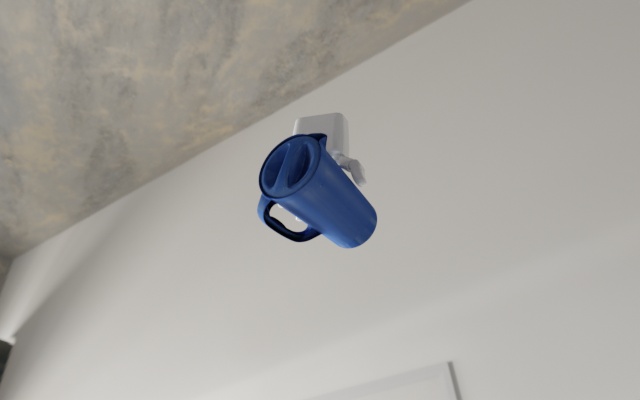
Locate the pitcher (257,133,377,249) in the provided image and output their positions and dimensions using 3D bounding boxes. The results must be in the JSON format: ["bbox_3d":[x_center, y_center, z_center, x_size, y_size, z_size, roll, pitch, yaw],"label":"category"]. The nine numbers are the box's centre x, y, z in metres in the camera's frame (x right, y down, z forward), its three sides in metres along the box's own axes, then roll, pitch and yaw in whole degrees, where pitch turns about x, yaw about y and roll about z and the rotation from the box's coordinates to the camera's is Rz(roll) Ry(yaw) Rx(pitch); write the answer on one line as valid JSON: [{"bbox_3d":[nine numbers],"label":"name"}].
[{"bbox_3d":[0.000,0.003,0.893,0.149,0.145,0.243,-19,-40,27],"label":"pitcher"}]
